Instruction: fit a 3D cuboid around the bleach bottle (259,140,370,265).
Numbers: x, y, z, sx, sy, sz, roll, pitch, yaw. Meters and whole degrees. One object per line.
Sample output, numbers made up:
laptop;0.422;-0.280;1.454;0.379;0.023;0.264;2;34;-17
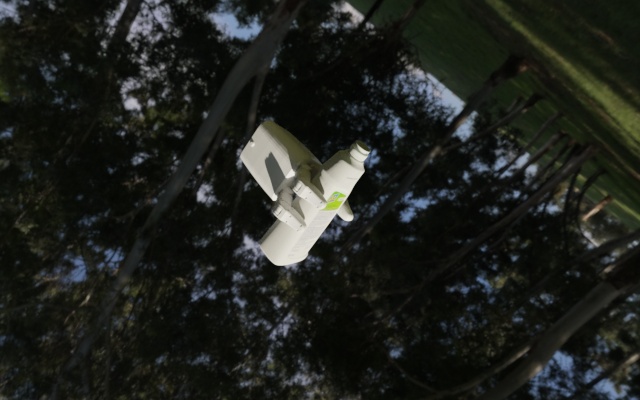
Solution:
bleach bottle;0.000;0.003;0.806;0.251;0.068;0.102;-51;-21;25
